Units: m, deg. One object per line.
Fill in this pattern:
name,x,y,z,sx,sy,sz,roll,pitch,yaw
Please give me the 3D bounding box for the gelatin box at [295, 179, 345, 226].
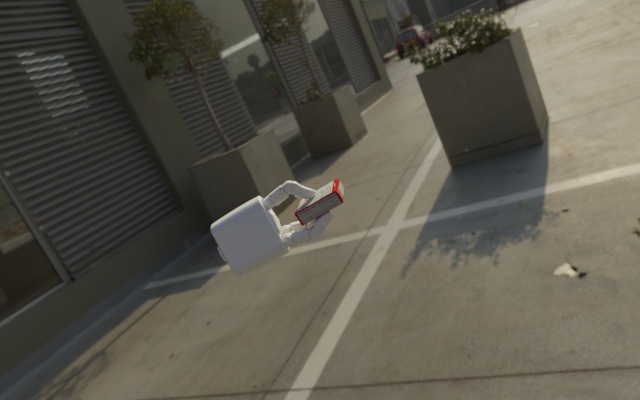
gelatin box,0.000,0.002,0.870,0.089,0.030,0.073,-31,14,15
